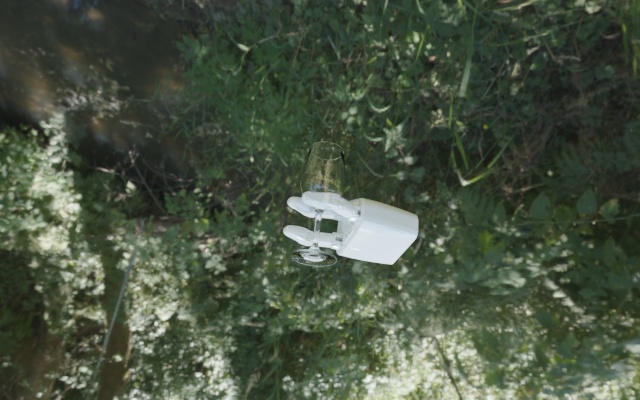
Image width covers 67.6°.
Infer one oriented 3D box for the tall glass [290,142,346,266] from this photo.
[{"bbox_3d":[0.000,0.003,0.795,0.079,0.201,0.079,6,-25,3],"label":"tall glass"}]
